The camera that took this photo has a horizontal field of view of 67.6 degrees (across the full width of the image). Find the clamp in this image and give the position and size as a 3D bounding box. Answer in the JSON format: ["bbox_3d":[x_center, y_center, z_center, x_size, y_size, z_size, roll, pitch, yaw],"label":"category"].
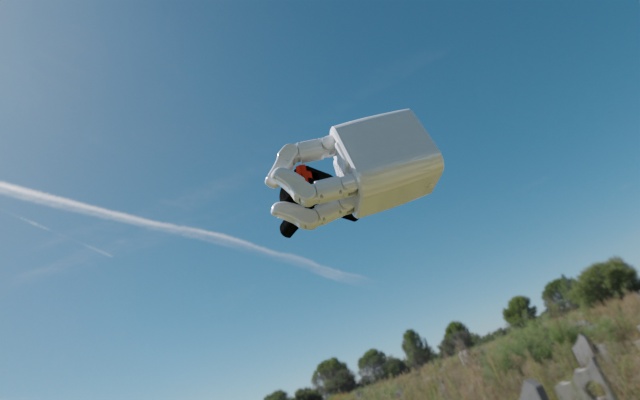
[{"bbox_3d":[0.000,0.002,0.639,0.120,0.039,0.171,-16,-22,-8],"label":"clamp"}]
